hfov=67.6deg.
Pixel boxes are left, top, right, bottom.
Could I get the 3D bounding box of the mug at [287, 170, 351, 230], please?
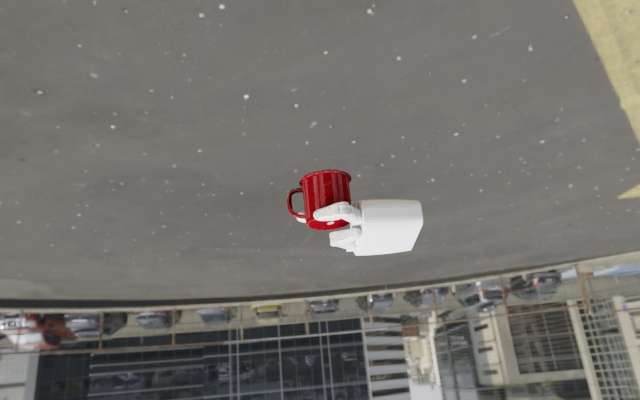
[{"bbox_3d":[-0.001,0.003,0.831,0.117,0.081,0.093,-3,-21,-7],"label":"mug"}]
